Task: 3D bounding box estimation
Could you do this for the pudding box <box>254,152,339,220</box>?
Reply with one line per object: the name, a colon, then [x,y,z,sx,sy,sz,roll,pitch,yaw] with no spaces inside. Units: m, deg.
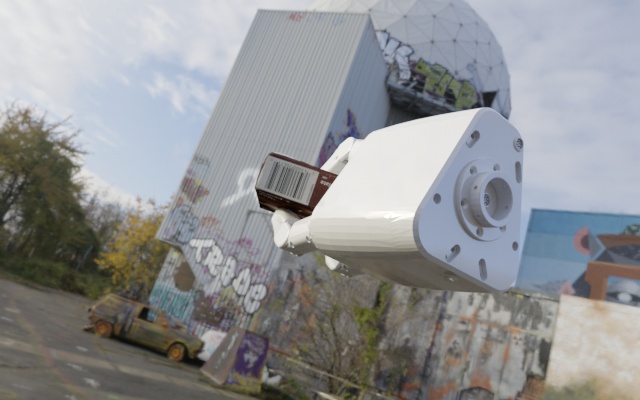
pudding box: [0.000,0.001,0.433,0.113,0.039,0.090,21,-13,0]
